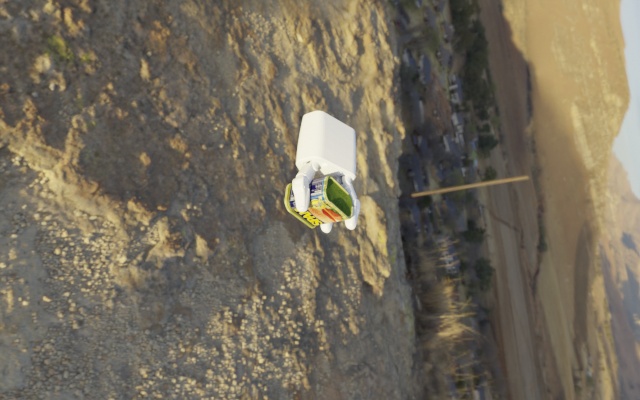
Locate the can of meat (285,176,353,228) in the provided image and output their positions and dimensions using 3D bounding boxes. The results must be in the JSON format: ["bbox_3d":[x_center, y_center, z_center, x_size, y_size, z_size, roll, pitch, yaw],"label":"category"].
[{"bbox_3d":[0.000,0.003,0.856,0.084,0.057,0.102,-13,-34,30],"label":"can of meat"}]
